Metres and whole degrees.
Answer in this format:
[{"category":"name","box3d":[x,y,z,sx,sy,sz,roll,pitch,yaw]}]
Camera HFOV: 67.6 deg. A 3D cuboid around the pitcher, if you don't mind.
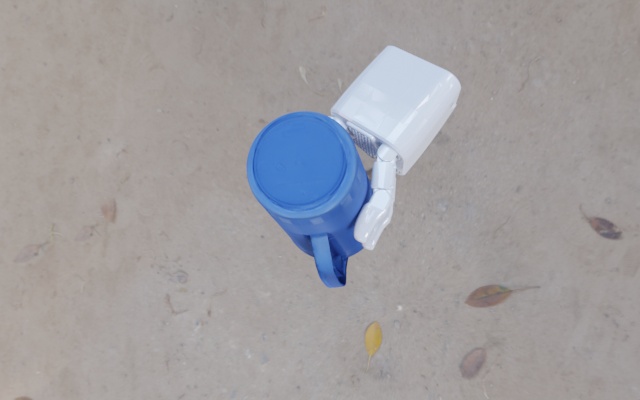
[{"category":"pitcher","box3d":[0.000,0.002,0.555,0.149,0.145,0.243,39,-5,15]}]
